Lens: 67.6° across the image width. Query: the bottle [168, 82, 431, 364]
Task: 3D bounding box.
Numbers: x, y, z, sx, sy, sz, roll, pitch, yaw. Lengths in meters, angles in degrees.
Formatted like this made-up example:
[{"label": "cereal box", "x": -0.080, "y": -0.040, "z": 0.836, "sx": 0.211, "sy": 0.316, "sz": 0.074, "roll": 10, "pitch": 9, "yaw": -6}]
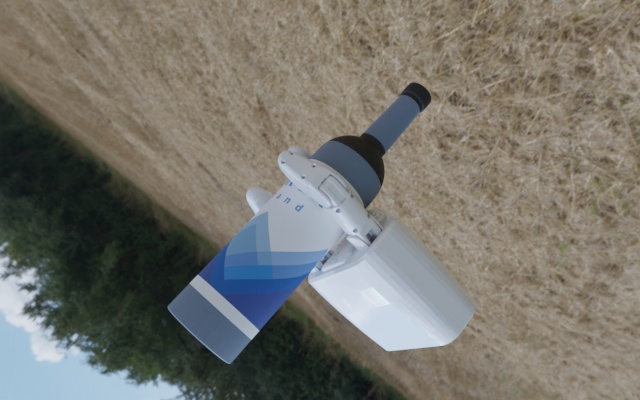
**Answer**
[{"label": "bottle", "x": 0.000, "y": 0.001, "z": 0.414, "sx": 0.069, "sy": 0.295, "sz": 0.069, "roll": 38, "pitch": -17, "yaw": 14}]
